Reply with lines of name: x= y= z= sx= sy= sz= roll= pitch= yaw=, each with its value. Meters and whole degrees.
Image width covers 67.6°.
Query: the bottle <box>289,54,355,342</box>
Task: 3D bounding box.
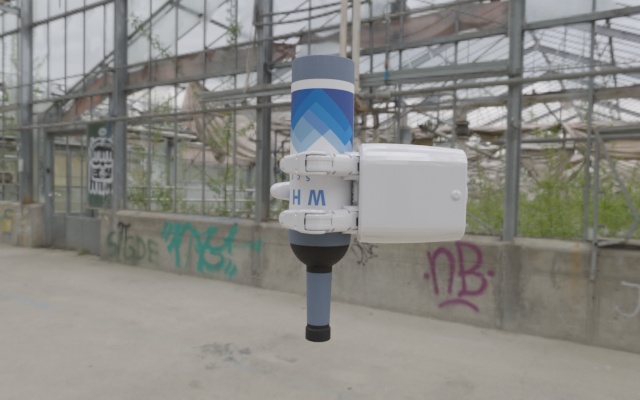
bottle: x=0.000 y=0.001 z=0.509 sx=0.069 sy=0.296 sz=0.069 roll=1 pitch=2 yaw=0
